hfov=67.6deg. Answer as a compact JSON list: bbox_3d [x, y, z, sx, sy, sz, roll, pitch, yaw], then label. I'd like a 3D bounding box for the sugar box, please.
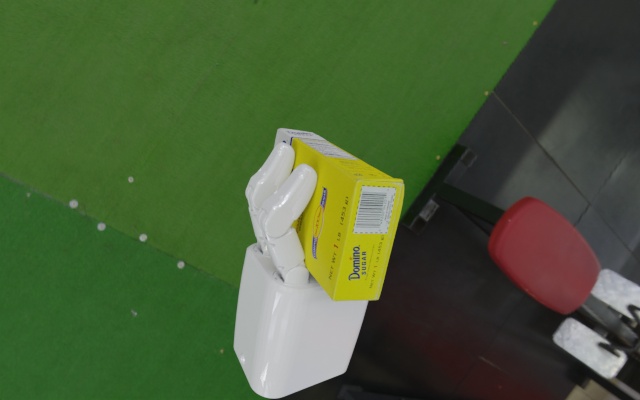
[{"bbox_3d":[0.000,0.001,0.405,0.048,0.093,0.176,3,17,-27],"label":"sugar box"}]
